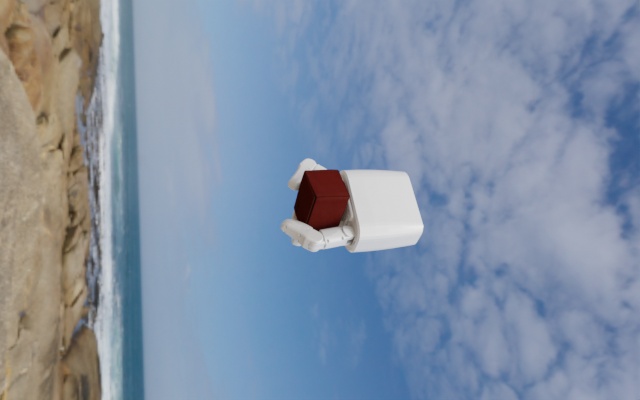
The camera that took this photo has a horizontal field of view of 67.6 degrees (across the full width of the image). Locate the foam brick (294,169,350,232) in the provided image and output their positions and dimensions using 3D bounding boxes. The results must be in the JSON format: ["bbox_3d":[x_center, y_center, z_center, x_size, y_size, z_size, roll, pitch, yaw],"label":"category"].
[{"bbox_3d":[0.000,0.002,0.654,0.051,0.053,0.078,-3,-41,-21],"label":"foam brick"}]
